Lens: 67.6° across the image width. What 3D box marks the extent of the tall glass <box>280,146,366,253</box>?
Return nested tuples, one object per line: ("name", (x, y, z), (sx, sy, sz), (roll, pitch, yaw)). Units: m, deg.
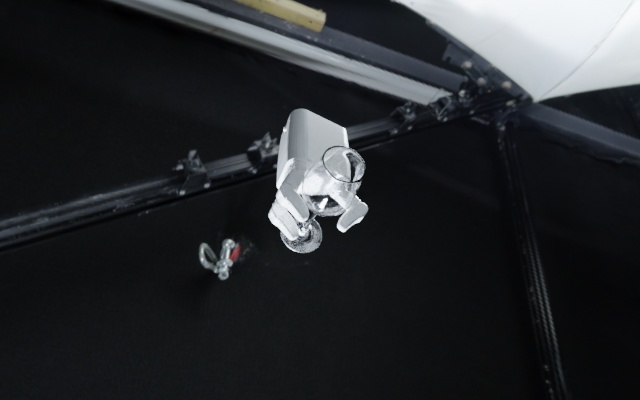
("tall glass", (0.000, 0.003, 0.715), (0.079, 0.079, 0.201), (0, -31, -22))
